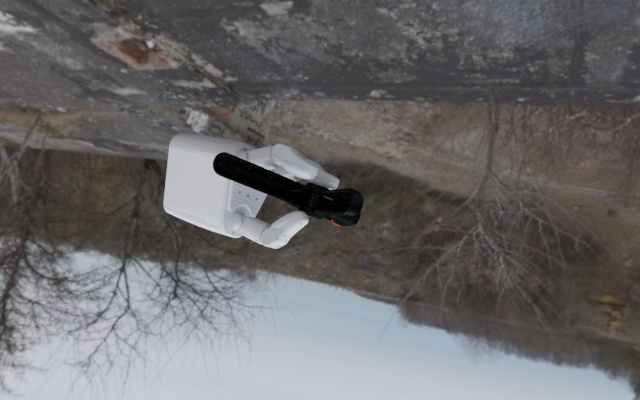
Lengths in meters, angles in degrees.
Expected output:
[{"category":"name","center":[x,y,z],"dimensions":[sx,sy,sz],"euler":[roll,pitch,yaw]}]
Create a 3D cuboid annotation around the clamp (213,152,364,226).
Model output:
[{"category":"clamp","center":[0.000,0.003,0.540],"dimensions":[0.164,0.036,0.210],"euler":[17,-5,29]}]
